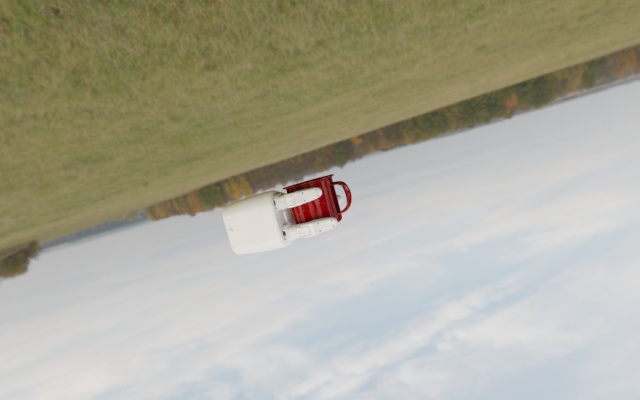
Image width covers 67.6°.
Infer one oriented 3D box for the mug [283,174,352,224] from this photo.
[{"bbox_3d":[0.001,0.003,0.822,0.117,0.081,0.093,-14,5,24],"label":"mug"}]
